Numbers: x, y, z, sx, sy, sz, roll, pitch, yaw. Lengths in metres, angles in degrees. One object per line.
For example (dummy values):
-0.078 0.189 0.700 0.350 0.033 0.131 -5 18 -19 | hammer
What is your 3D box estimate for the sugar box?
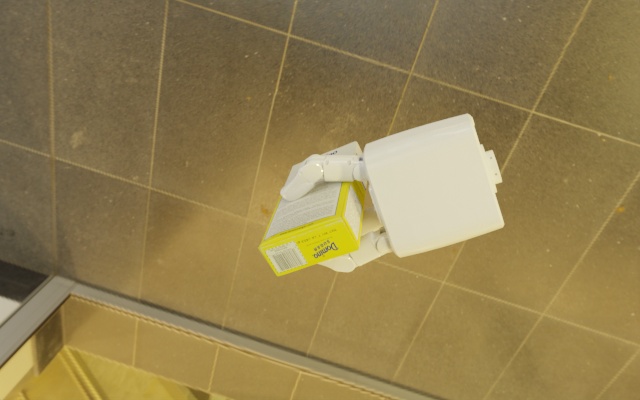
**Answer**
0.000 0.002 0.521 0.093 0.048 0.176 -20 23 20 | sugar box
